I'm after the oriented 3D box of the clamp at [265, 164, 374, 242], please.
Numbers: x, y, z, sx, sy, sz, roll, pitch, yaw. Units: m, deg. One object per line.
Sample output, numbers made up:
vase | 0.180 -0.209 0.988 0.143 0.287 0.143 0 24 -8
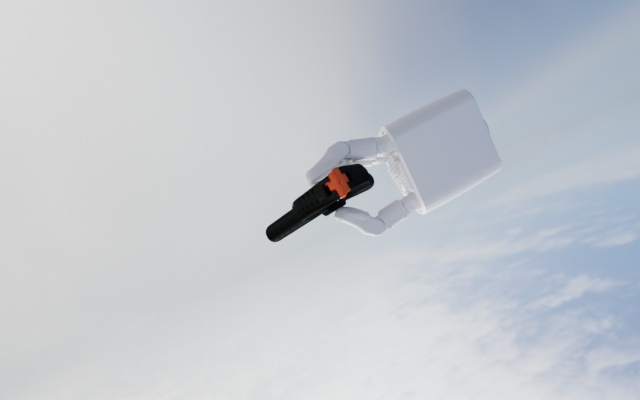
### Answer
clamp | 0.001 0.002 0.560 0.164 0.036 0.210 -31 -4 -2
